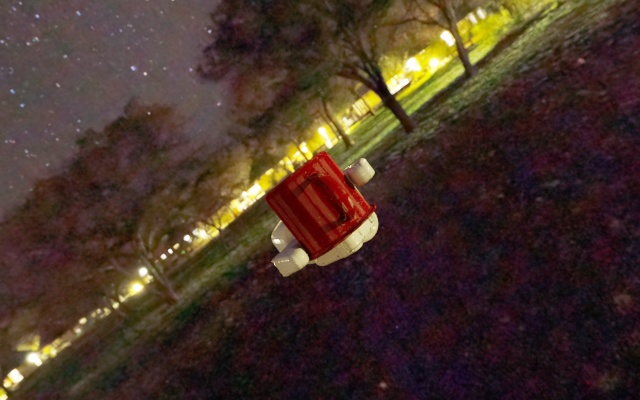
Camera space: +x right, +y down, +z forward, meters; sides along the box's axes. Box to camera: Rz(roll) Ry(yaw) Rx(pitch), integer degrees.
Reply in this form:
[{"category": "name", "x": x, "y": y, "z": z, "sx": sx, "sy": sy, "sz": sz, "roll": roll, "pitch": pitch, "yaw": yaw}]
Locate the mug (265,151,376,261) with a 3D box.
[{"category": "mug", "x": 0.000, "y": 0.001, "z": 0.486, "sx": 0.093, "sy": 0.081, "sz": 0.117, "roll": -40, "pitch": 4, "yaw": -16}]
